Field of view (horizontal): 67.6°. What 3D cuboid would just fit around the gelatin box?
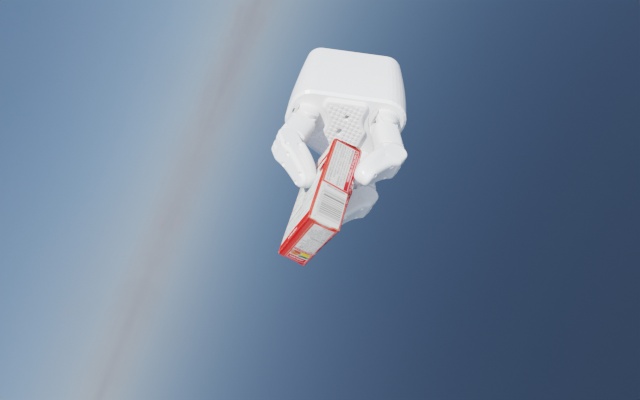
[{"bbox_3d":[0.000,0.001,0.411,0.030,0.089,0.073,26,-36,-11],"label":"gelatin box"}]
